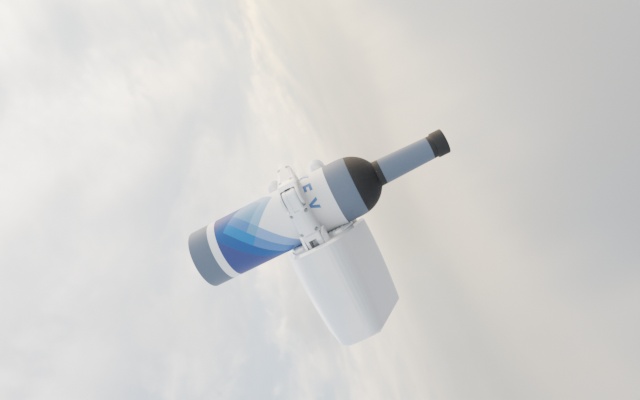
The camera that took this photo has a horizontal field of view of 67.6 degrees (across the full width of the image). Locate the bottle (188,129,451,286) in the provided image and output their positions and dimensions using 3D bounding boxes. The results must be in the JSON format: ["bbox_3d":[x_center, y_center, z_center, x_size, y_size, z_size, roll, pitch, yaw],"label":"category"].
[{"bbox_3d":[0.000,0.002,0.520,0.296,0.069,0.069,-26,-4,8],"label":"bottle"}]
